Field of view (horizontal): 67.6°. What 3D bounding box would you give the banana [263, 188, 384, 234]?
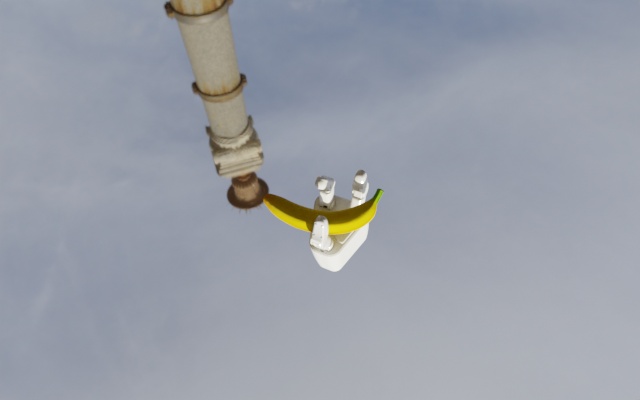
[{"bbox_3d":[0.003,0.021,0.769,0.198,0.069,0.037,-2,-13,9],"label":"banana"}]
